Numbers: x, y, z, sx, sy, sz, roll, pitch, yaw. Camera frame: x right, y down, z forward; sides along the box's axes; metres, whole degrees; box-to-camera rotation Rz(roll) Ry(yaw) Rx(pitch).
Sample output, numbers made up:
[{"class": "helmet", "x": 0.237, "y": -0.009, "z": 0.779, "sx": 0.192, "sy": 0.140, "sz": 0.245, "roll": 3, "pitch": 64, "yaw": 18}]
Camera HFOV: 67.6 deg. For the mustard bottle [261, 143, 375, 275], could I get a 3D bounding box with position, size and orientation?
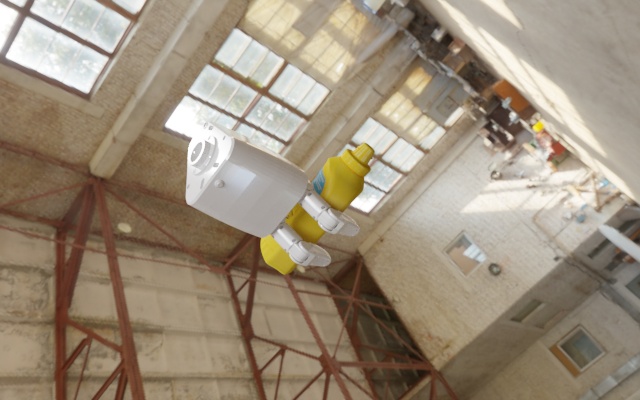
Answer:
[{"class": "mustard bottle", "x": 0.000, "y": 0.002, "z": 0.616, "sx": 0.058, "sy": 0.192, "sz": 0.096, "roll": 36, "pitch": 18, "yaw": -14}]
